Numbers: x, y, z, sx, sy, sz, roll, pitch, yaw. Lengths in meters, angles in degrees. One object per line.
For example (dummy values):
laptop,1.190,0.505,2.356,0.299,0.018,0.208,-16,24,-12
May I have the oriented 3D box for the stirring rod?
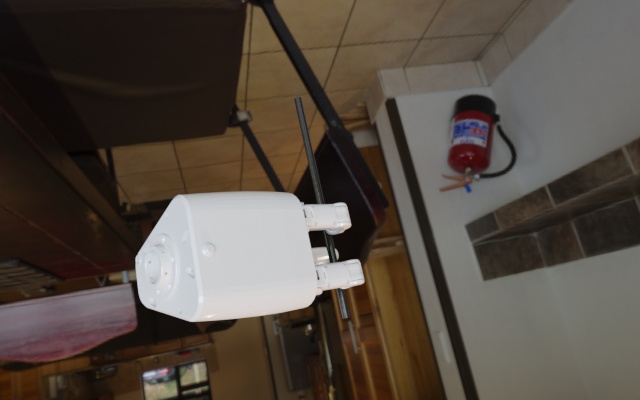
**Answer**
stirring rod,0.000,0.002,0.498,0.011,0.239,0.011,-12,-14,-3
